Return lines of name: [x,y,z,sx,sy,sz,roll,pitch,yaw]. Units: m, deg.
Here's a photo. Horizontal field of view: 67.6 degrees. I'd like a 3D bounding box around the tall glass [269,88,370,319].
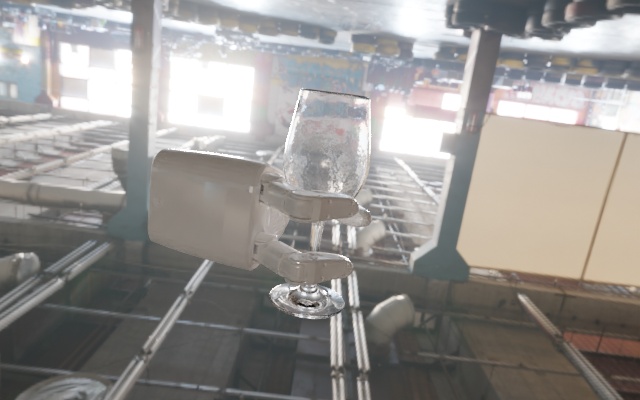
tall glass: [0.000,0.002,0.443,0.079,0.201,0.079,8,14,-2]
